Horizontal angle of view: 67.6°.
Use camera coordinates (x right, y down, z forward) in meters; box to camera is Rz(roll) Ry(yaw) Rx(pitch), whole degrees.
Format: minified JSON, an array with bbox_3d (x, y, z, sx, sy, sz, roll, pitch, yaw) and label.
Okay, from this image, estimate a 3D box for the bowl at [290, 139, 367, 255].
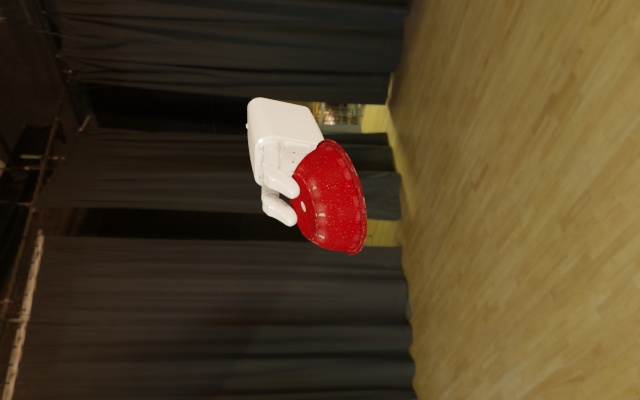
[{"bbox_3d":[0.000,0.003,0.641,0.055,0.162,0.162,-15,5,-21],"label":"bowl"}]
